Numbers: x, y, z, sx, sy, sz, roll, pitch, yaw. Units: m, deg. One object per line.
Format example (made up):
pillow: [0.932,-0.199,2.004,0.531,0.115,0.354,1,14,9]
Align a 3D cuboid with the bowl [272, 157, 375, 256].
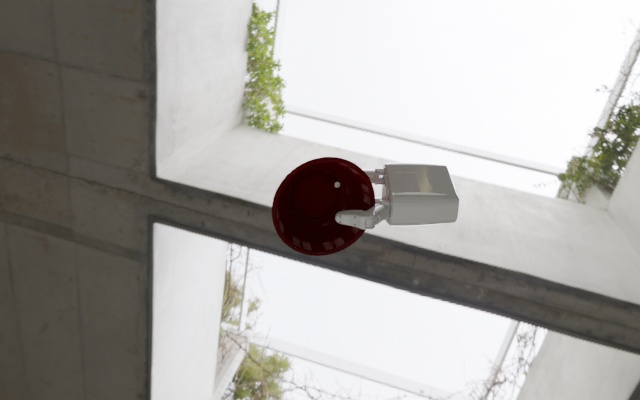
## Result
bowl: [-0.001,0.002,0.738,0.162,0.162,0.055,0,23,-17]
